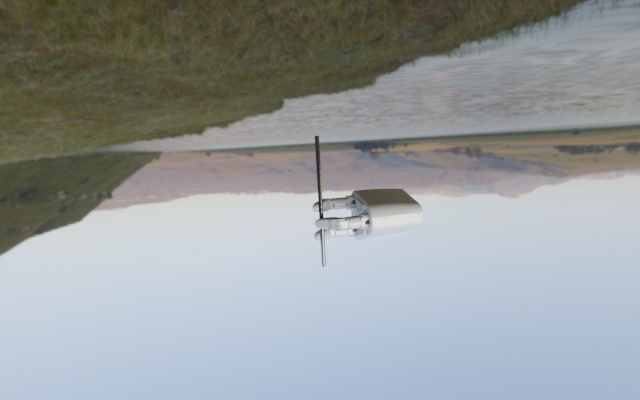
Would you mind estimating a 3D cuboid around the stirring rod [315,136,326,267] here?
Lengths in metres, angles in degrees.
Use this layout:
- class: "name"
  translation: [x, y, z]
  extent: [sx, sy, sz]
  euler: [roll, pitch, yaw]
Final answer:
- class: "stirring rod"
  translation: [0.000, 0.003, 0.872]
  extent: [0.011, 0.239, 0.011]
  euler: [-3, 7, 0]
